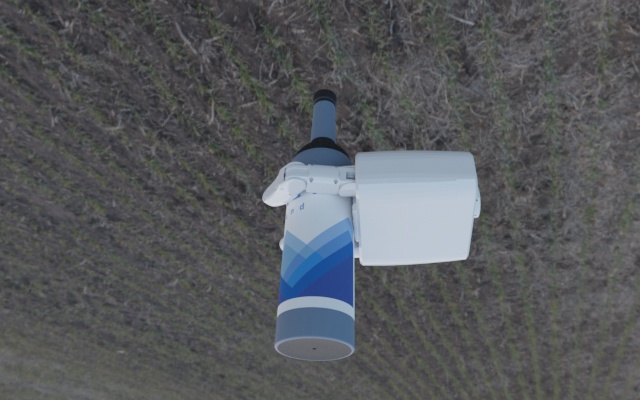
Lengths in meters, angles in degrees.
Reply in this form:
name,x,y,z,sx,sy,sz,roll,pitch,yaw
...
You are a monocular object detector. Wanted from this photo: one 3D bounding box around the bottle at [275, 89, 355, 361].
name,x,y,z,sx,sy,sz,roll,pitch,yaw
bottle,0.000,0.002,0.477,0.069,0.295,0.069,2,-34,1
